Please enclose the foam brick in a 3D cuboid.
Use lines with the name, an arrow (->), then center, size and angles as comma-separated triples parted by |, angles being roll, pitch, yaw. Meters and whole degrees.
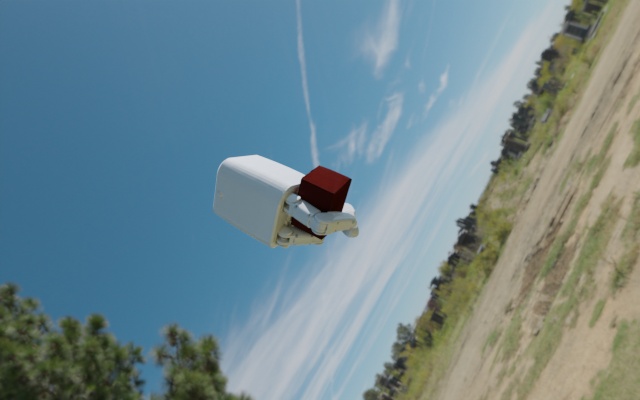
foam brick -> 0.000, 0.002, 0.639 | 0.051, 0.078, 0.053 | 27, 34, 18
